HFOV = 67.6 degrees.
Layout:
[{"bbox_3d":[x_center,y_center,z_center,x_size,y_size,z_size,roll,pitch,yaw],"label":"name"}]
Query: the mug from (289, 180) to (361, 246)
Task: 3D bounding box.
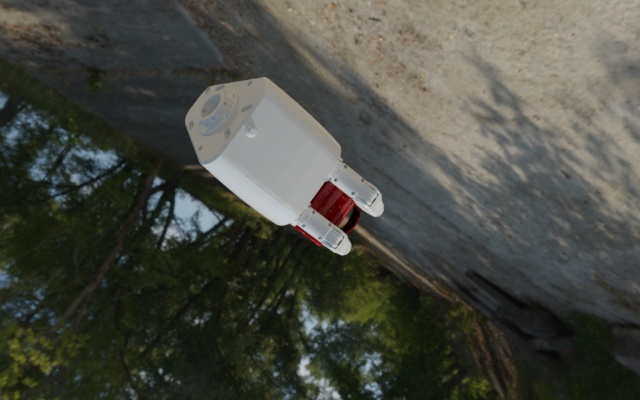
[{"bbox_3d":[0.001,0.003,0.536,0.117,0.081,0.093,41,-6,-39],"label":"mug"}]
